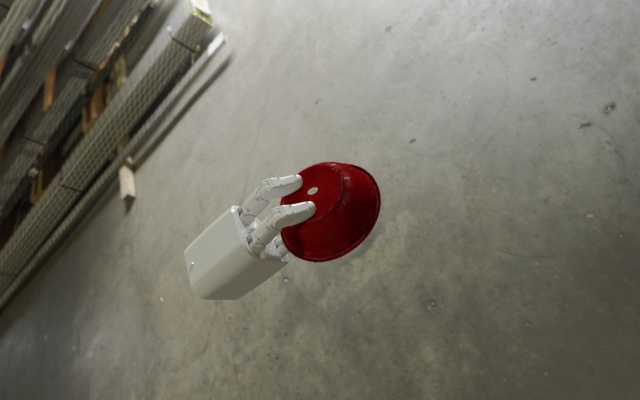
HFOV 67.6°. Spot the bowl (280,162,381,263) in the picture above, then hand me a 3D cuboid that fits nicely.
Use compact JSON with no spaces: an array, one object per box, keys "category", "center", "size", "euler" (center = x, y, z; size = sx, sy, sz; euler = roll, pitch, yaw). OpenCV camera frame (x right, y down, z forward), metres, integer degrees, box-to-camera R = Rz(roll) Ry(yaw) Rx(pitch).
[{"category":"bowl","center":[0.001,0.001,0.669],"size":[0.162,0.162,0.055],"euler":[0,-30,30]}]
